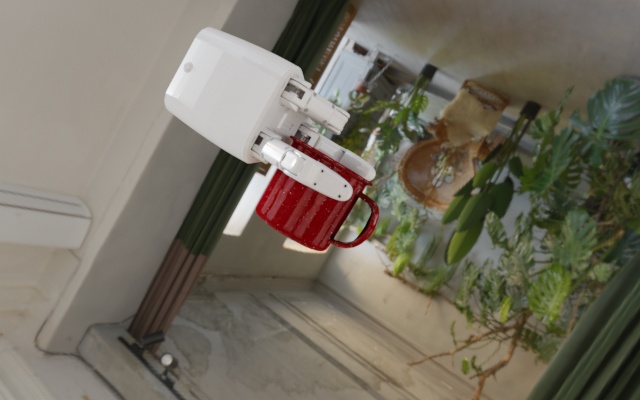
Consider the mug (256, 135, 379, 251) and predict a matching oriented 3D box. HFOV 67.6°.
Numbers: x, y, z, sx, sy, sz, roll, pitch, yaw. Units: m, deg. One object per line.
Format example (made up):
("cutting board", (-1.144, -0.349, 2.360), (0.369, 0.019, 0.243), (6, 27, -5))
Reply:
("mug", (0.001, 0.002, 0.457), (0.117, 0.081, 0.093), (32, 4, 18))
